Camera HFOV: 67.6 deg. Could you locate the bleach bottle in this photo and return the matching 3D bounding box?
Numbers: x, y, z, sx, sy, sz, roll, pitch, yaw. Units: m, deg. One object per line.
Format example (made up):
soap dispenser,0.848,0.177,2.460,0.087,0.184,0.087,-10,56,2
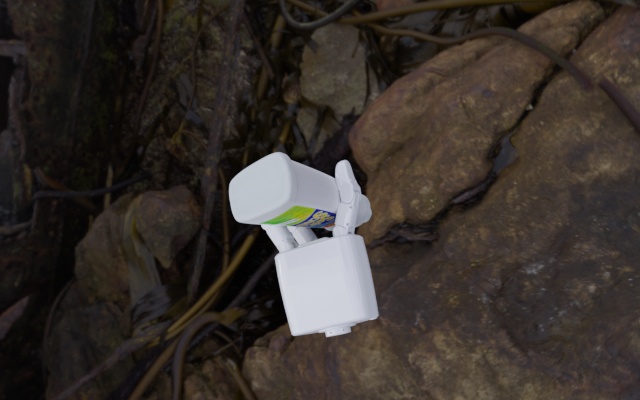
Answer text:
bleach bottle,0.000,0.002,0.651,0.102,0.068,0.251,-24,-21,32
